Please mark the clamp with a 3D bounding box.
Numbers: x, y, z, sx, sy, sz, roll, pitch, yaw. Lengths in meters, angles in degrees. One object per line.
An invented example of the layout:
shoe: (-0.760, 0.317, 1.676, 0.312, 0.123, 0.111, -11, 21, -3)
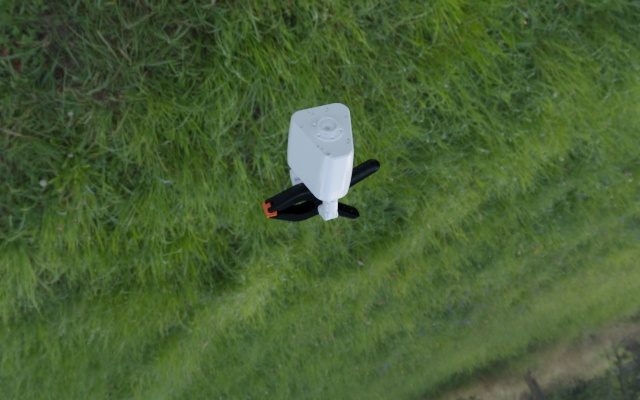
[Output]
clamp: (0.000, 0.003, 0.868, 0.210, 0.036, 0.165, -15, -33, -14)
